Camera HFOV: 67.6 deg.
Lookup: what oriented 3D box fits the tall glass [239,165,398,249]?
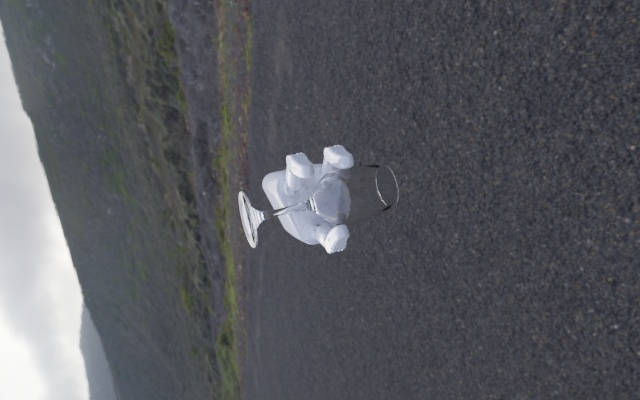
[{"bbox_3d":[0.000,0.002,0.625,0.201,0.079,0.079,-13,4,-19],"label":"tall glass"}]
